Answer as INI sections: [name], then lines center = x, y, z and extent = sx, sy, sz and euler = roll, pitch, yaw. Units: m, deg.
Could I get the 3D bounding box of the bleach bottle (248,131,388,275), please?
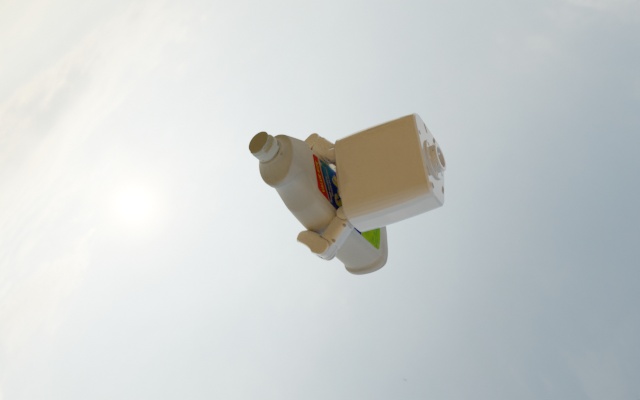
[bleach bottle]
center = 0.000, 0.002, 0.602
extent = 0.068, 0.102, 0.251
euler = -19, -38, 28
